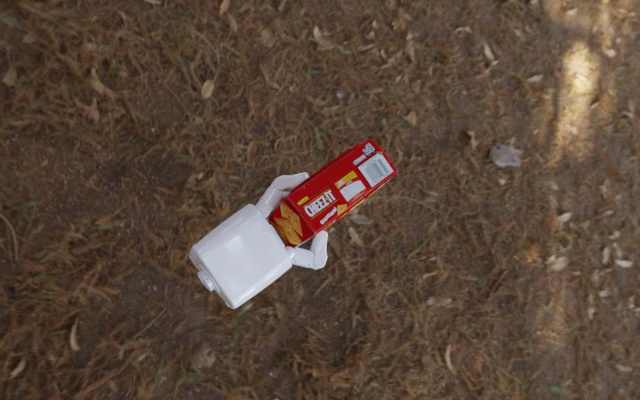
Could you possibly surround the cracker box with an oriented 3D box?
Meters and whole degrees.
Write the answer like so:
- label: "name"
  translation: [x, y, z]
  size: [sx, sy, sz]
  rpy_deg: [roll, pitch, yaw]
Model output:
- label: "cracker box"
  translation: [0.000, 0.003, 0.742]
  size: [0.164, 0.072, 0.214]
  rpy_deg: [-36, -1, -24]
